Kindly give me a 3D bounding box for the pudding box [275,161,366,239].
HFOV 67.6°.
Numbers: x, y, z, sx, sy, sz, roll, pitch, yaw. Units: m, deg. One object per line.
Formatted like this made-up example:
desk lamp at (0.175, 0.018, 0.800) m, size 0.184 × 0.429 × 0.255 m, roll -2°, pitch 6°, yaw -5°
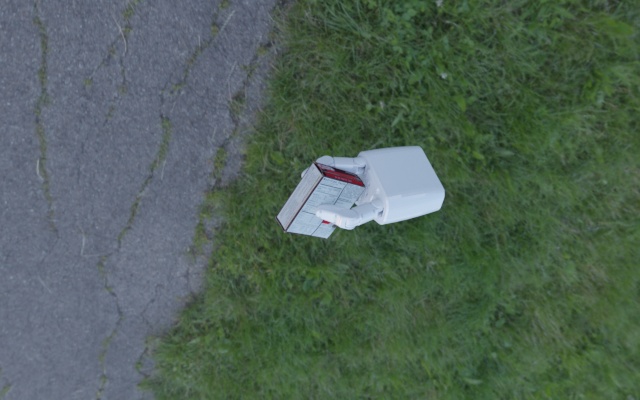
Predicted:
pudding box at (0.000, 0.002, 0.712) m, size 0.090 × 0.113 × 0.039 m, roll 14°, pitch 30°, yaw -41°
